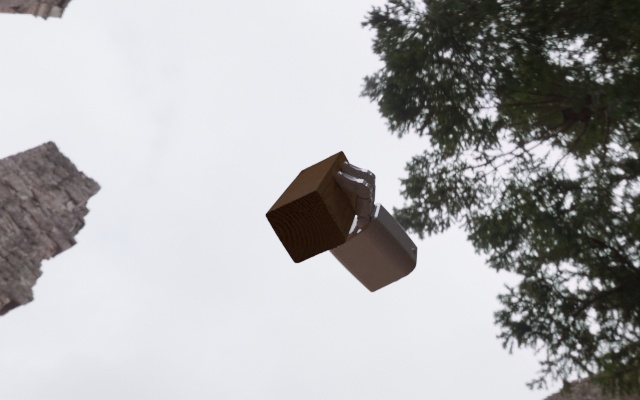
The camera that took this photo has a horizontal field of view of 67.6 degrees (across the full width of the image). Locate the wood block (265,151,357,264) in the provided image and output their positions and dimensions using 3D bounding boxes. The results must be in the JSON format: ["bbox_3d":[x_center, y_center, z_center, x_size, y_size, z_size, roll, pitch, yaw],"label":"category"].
[{"bbox_3d":[0.000,0.003,0.763,0.091,0.090,0.206,-26,13,21],"label":"wood block"}]
